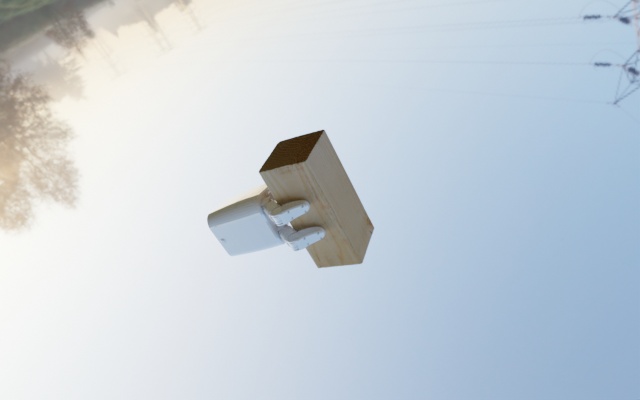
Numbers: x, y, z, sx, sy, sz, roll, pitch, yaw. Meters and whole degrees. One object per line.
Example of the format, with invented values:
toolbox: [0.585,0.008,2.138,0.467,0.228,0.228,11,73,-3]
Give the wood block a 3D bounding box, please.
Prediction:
wood block: [0.000,0.002,0.771,0.090,0.206,0.090,-11,34,30]
